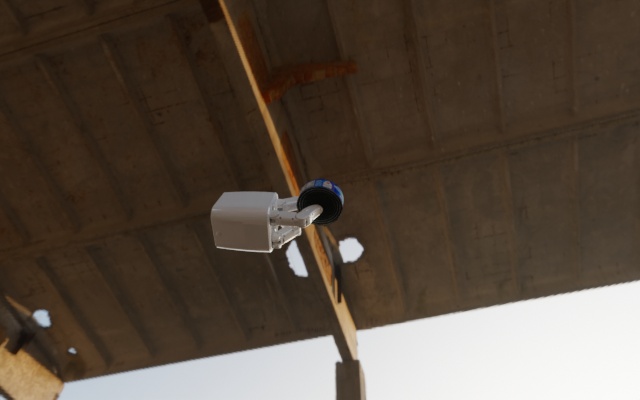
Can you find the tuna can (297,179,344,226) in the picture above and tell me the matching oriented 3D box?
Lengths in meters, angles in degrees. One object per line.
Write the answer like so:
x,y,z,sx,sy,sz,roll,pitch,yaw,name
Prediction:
0.000,0.003,0.890,0.086,0.086,0.033,0,34,8,tuna can
